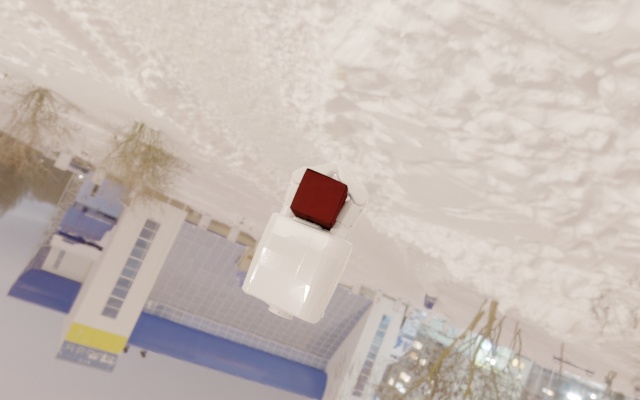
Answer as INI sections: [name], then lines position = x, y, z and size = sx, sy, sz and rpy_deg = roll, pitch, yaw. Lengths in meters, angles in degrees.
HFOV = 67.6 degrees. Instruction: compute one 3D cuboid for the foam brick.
[foam brick]
position = 0.000, 0.002, 0.576
size = 0.053, 0.051, 0.078
rpy_deg = 23, -8, 8
